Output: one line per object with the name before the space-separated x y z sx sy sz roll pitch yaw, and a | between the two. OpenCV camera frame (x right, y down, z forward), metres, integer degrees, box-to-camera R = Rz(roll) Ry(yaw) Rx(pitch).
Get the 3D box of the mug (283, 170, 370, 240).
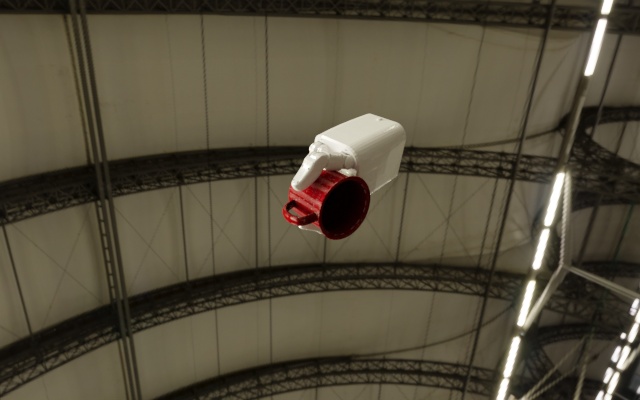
mug | -0.001 0.003 0.667 0.117 0.093 0.081 -28 37 -29
